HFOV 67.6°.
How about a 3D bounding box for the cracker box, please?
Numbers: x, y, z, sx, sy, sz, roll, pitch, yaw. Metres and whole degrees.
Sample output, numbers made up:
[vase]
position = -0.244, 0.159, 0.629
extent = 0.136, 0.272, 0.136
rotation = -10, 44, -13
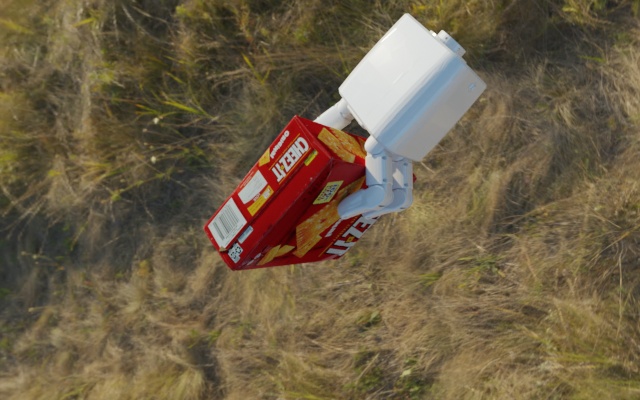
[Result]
[cracker box]
position = 0.000, 0.002, 0.550
extent = 0.164, 0.072, 0.214
rotation = -47, -26, 21
